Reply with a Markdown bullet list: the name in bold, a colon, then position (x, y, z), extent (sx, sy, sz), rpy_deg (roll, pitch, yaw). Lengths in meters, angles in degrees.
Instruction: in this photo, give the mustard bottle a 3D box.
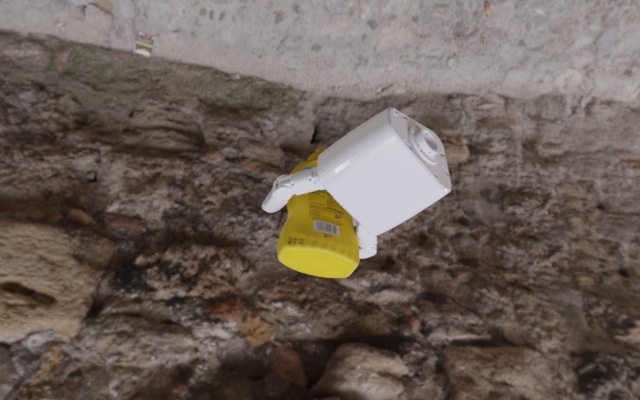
- **mustard bottle**: position (0.000, 0.002, 0.616), extent (0.096, 0.191, 0.058), rpy_deg (14, -42, -14)
